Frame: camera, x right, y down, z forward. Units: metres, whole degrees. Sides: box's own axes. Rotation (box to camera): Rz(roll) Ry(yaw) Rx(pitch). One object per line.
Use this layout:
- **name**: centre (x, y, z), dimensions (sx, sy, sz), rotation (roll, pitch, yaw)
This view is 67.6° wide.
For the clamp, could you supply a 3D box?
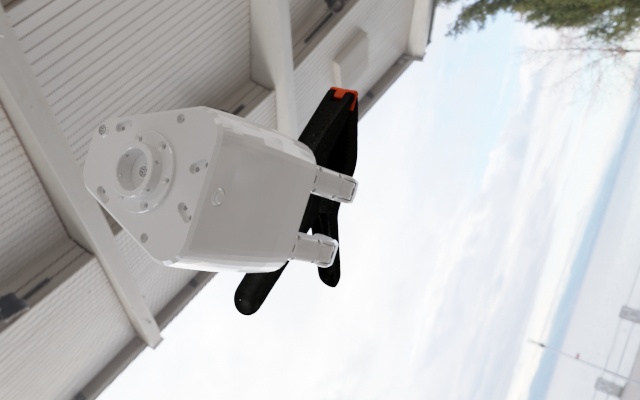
- **clamp**: centre (-0.001, 0.001, 0.452), dimensions (0.036, 0.210, 0.164), rotation (18, 1, 27)
